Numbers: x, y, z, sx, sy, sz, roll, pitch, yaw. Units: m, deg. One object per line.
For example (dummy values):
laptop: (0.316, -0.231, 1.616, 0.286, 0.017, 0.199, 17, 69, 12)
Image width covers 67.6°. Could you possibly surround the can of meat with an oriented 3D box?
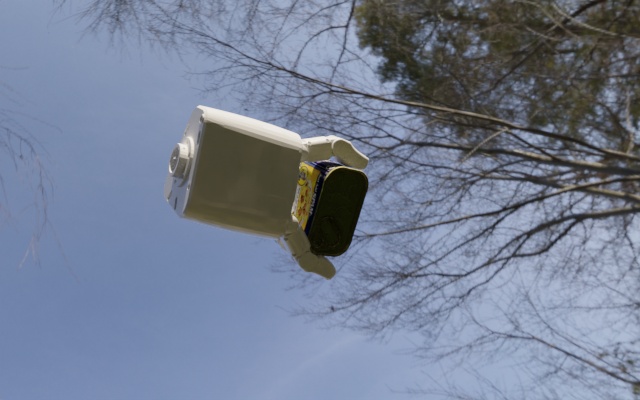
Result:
can of meat: (0.000, 0.002, 0.554, 0.057, 0.102, 0.084, 9, 12, -33)
